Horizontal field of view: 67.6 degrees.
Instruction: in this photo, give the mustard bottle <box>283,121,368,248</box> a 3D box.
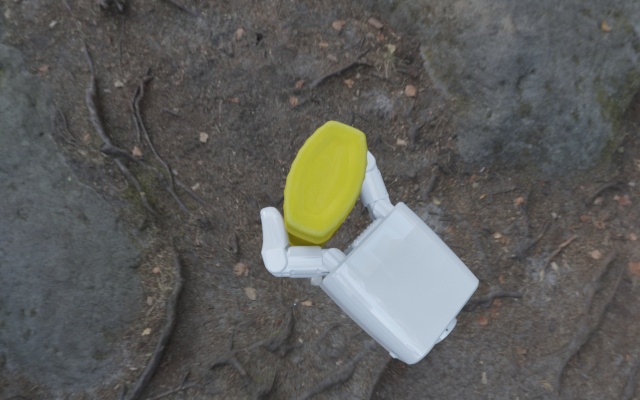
[{"bbox_3d":[0.000,0.001,0.457,0.058,0.096,0.192,20,-13,2],"label":"mustard bottle"}]
